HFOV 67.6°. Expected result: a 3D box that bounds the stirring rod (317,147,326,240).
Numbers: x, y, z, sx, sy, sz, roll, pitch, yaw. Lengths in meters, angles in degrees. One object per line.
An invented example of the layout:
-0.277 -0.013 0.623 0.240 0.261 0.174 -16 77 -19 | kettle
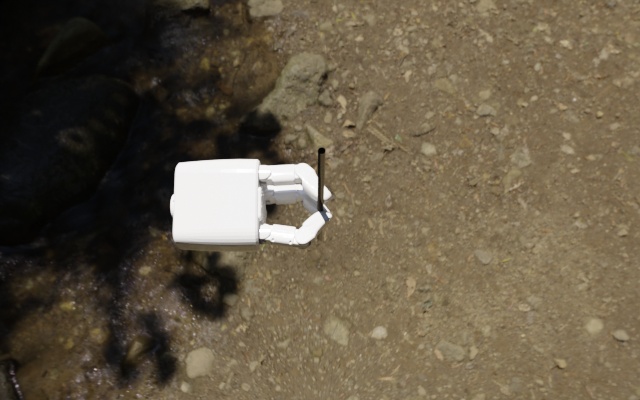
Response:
0.000 0.002 0.599 0.011 0.011 0.240 0 -26 -1 | stirring rod
